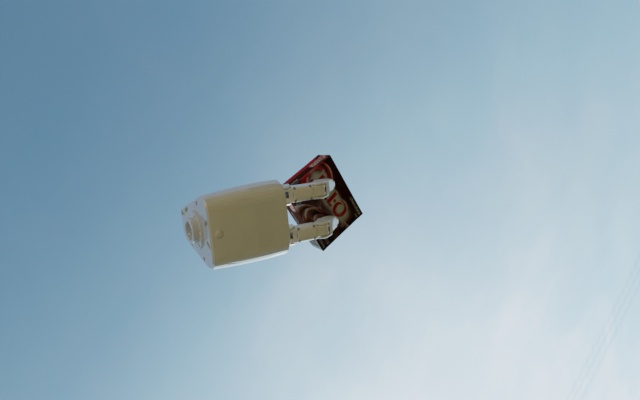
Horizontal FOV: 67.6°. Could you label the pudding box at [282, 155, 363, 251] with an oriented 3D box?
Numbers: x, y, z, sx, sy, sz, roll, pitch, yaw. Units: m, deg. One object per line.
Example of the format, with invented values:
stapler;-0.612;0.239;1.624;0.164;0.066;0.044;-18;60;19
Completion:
pudding box;0.000;0.002;0.702;0.090;0.113;0.039;-41;28;-22
